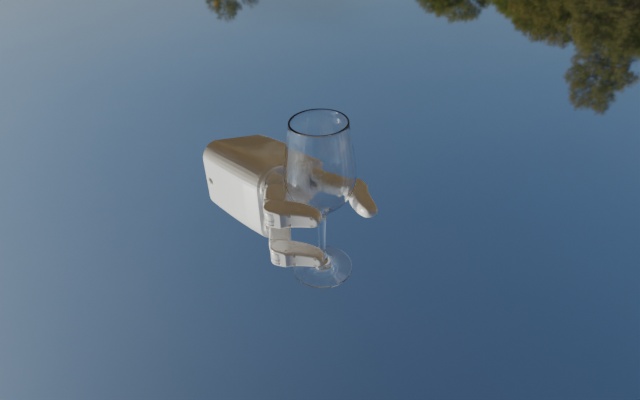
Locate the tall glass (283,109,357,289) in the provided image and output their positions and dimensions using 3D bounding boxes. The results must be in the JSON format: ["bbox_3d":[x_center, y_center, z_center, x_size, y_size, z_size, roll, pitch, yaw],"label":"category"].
[{"bbox_3d":[0.000,0.002,0.534,0.079,0.201,0.079,-1,36,1],"label":"tall glass"}]
